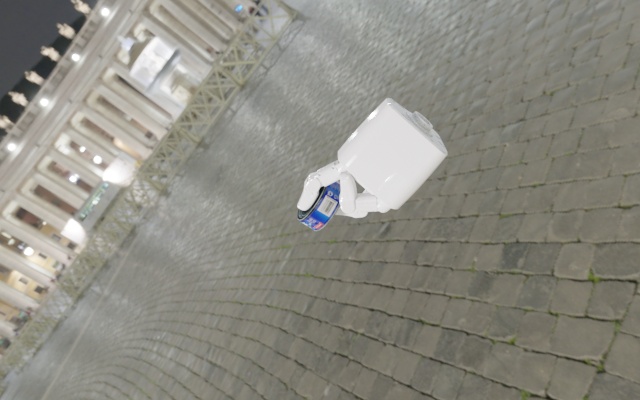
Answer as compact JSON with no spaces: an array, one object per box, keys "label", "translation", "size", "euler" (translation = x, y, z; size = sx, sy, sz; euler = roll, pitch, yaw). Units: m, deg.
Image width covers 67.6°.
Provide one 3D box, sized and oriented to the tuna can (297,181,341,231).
[{"label":"tuna can","translation":[0.000,0.002,0.736],"size":[0.034,0.086,0.086],"euler":[31,-10,-17]}]
